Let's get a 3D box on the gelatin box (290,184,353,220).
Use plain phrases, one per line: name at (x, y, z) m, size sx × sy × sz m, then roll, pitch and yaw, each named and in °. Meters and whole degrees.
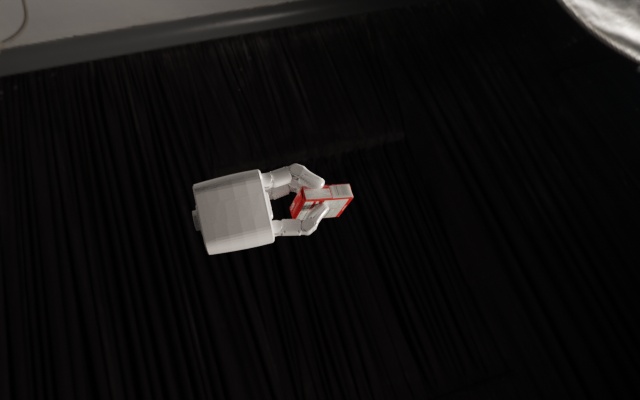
gelatin box at (0.001, 0.003, 0.801) m, size 0.089 × 0.030 × 0.073 m, roll -4°, pitch -27°, yaw -22°
